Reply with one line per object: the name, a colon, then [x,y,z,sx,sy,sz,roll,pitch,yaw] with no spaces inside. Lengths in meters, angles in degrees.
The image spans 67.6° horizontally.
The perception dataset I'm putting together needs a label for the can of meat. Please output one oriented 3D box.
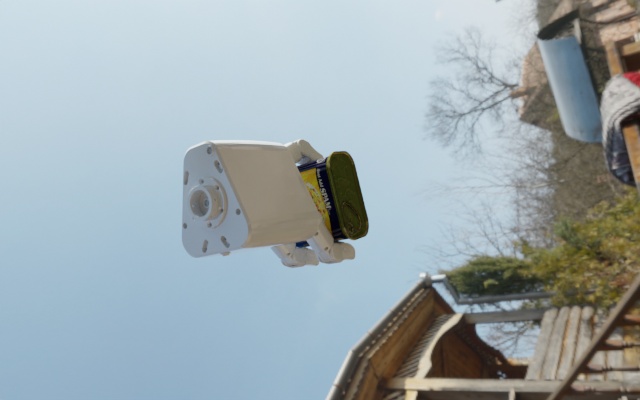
can of meat: [0.000,0.002,0.561,0.084,0.102,0.057,-14,-1,33]
